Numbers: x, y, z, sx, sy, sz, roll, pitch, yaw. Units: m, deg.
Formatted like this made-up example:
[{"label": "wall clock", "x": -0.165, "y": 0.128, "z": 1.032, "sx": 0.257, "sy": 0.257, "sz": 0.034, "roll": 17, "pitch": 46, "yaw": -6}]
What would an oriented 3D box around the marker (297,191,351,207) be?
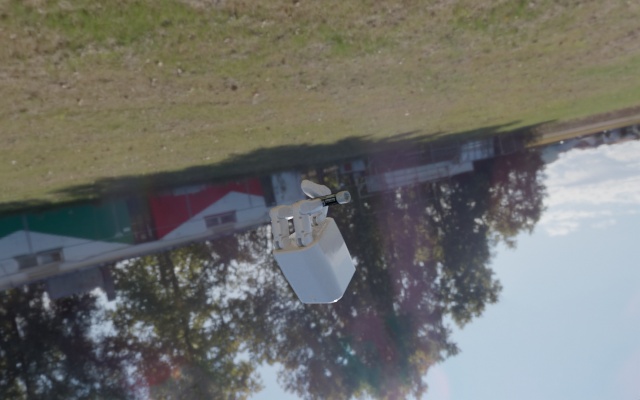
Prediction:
[{"label": "marker", "x": 0.000, "y": 0.003, "z": 0.800, "sx": 0.020, "sy": 0.020, "sz": 0.121, "roll": 0, "pitch": -9, "yaw": -45}]
